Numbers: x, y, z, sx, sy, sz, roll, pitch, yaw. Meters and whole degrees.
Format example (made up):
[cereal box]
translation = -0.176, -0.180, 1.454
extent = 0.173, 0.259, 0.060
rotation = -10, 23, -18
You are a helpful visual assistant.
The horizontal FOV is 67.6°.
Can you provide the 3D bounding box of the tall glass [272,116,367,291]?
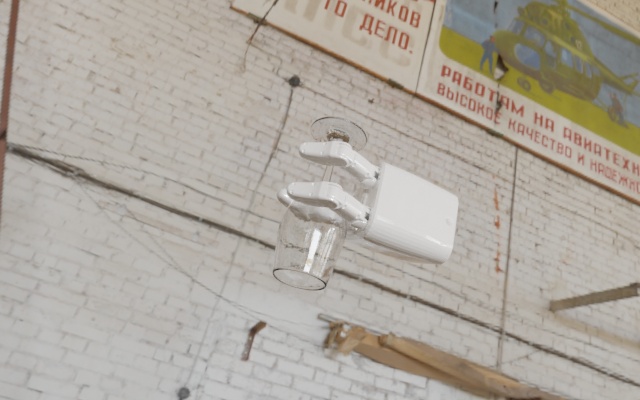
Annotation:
[tall glass]
translation = 0.000, 0.001, 0.567
extent = 0.079, 0.201, 0.079
rotation = 12, -27, 6
